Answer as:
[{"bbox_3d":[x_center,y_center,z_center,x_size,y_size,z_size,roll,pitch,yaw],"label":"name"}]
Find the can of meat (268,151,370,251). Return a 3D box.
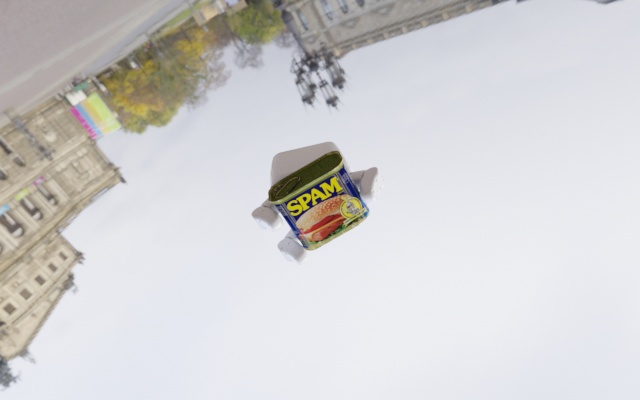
[{"bbox_3d":[0.000,0.002,0.590,0.102,0.084,0.057,-29,25,5],"label":"can of meat"}]
